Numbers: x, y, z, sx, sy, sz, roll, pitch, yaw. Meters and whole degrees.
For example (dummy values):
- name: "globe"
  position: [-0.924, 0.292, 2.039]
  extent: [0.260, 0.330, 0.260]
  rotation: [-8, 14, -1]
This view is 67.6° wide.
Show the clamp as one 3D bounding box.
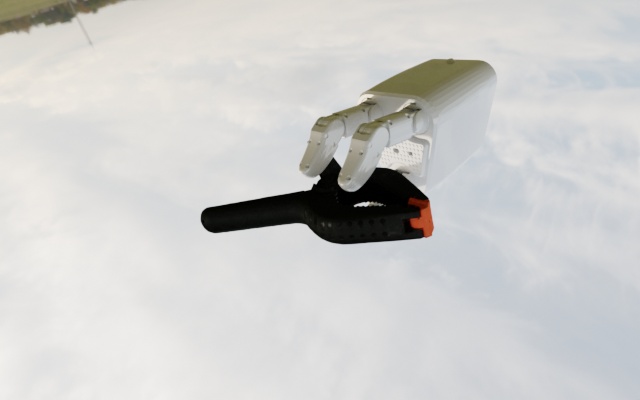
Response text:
- name: "clamp"
  position: [0.001, 0.002, 0.425]
  extent: [0.164, 0.036, 0.210]
  rotation: [-34, 34, -28]
